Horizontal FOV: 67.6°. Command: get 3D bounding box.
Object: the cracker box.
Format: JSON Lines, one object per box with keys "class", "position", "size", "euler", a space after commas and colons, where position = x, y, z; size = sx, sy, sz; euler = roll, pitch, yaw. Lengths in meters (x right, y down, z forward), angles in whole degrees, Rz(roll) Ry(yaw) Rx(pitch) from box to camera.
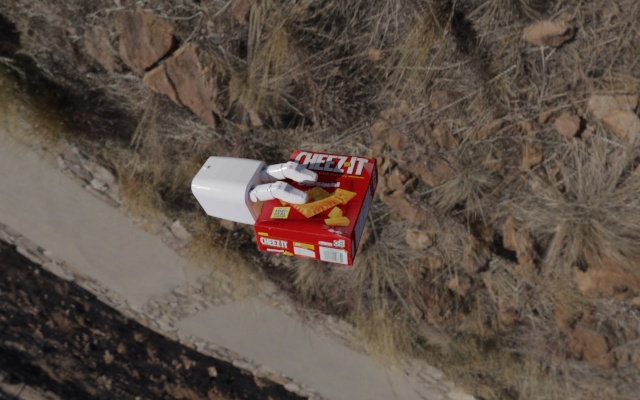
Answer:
{"class": "cracker box", "position": [0.000, 0.003, 0.835], "size": [0.164, 0.072, 0.213], "euler": [8, 44, 15]}
